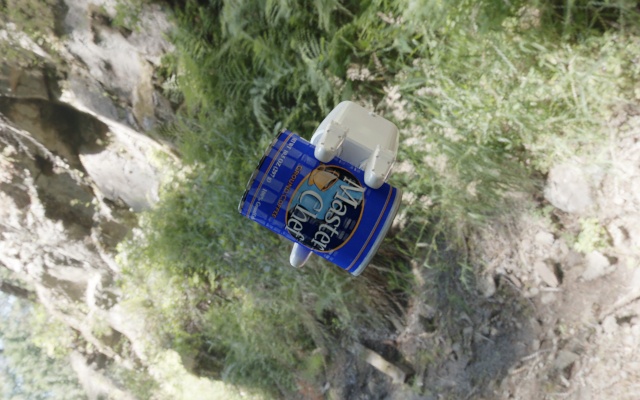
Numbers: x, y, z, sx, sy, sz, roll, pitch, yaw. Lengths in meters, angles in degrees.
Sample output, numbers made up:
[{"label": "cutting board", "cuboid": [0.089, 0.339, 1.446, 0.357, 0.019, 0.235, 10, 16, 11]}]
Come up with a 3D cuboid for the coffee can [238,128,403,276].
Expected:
[{"label": "coffee can", "cuboid": [0.000, 0.002, 0.501, 0.140, 0.103, 0.103, 28, 0, -1]}]
